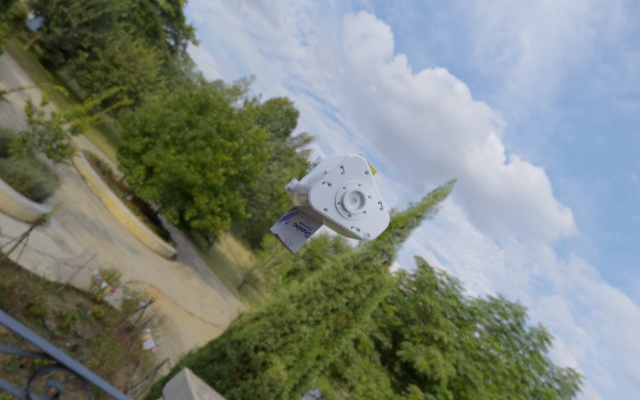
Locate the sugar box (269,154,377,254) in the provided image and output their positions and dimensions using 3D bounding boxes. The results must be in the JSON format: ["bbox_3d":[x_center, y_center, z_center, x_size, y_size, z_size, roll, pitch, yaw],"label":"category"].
[{"bbox_3d":[0.000,0.002,0.743,0.176,0.048,0.093,-42,10,-8],"label":"sugar box"}]
